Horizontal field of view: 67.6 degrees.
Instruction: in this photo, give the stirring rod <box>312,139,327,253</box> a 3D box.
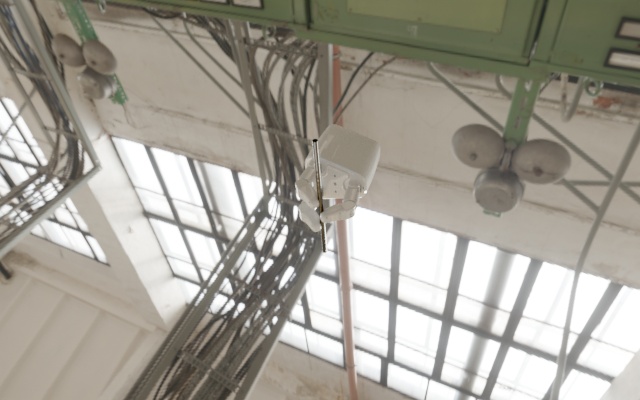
[{"bbox_3d":[0.000,0.002,0.751,0.011,0.240,0.011,-3,44,3],"label":"stirring rod"}]
